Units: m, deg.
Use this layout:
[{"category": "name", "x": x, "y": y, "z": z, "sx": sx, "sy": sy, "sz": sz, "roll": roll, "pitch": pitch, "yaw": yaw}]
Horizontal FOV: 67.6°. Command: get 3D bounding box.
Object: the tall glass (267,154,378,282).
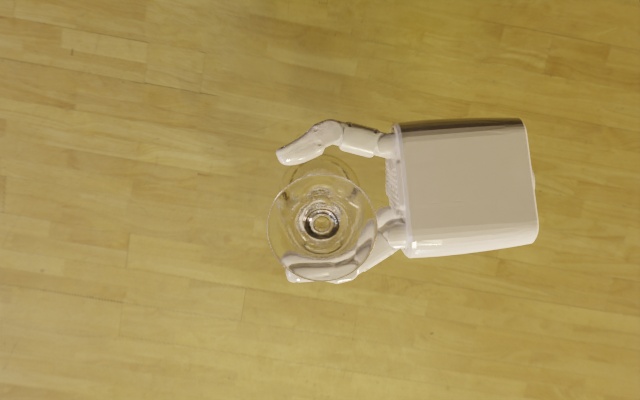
[{"category": "tall glass", "x": 0.000, "y": 0.001, "z": 0.415, "sx": 0.079, "sy": 0.079, "sz": 0.201, "roll": 0, "pitch": 10, "yaw": -1}]
